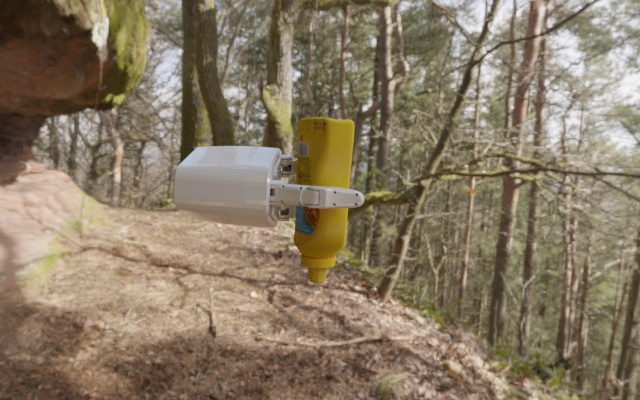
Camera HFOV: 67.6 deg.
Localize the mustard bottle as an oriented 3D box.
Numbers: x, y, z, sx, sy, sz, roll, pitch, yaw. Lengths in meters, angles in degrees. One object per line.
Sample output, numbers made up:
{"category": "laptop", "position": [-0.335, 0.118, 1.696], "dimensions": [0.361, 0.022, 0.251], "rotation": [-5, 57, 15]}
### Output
{"category": "mustard bottle", "position": [0.000, 0.002, 0.559], "dimensions": [0.058, 0.191, 0.096], "rotation": [1, 6, -23]}
